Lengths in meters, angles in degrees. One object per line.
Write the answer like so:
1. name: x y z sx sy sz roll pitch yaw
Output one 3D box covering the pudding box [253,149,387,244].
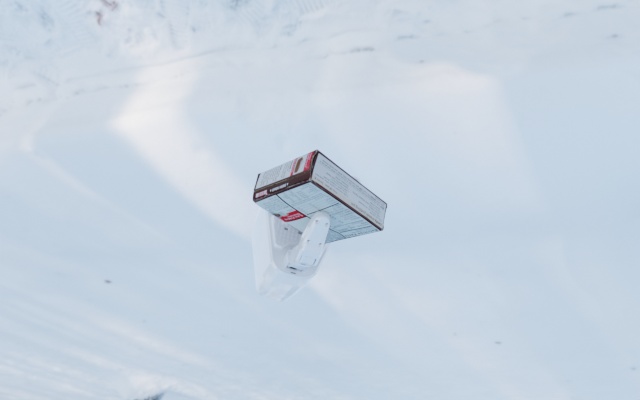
1. pudding box: 0.000 0.002 0.495 0.090 0.039 0.113 -18 -39 41
